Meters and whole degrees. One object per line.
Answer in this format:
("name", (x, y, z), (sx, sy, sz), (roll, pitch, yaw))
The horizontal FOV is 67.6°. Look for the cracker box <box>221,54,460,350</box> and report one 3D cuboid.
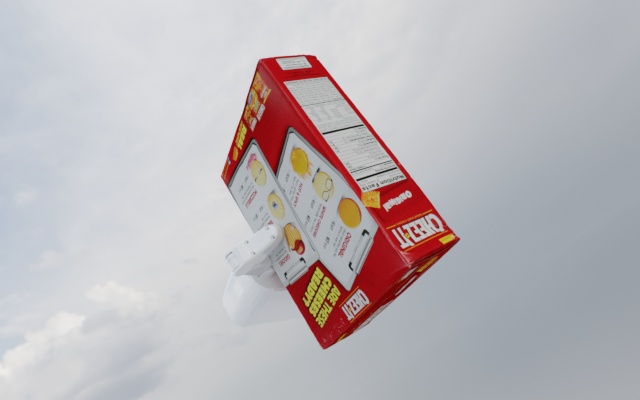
("cracker box", (0.000, 0.001, 0.435), (0.072, 0.213, 0.164), (-19, -25, -36))
